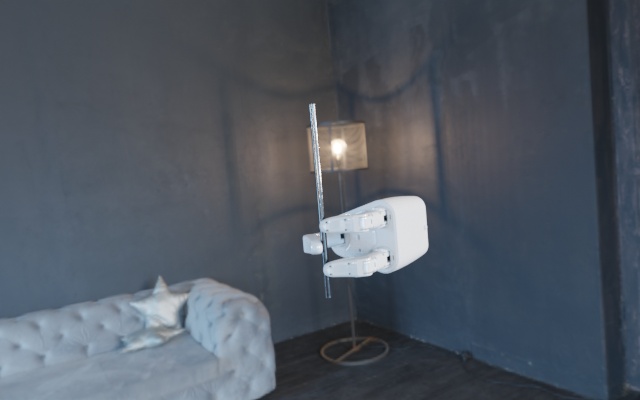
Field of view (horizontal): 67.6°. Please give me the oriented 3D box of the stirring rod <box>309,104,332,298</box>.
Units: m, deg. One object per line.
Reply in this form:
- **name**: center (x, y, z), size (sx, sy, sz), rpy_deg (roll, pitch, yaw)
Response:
- **stirring rod**: center (0.000, 0.002, 0.593), size (0.011, 0.239, 0.011), rpy_deg (-5, 4, 0)
